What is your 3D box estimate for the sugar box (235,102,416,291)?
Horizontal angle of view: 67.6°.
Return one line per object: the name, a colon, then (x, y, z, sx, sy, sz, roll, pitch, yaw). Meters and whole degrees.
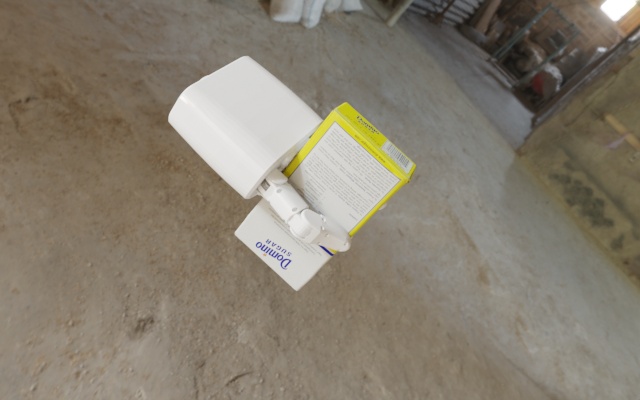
sugar box: (0.000, 0.001, 0.472, 0.176, 0.093, 0.048, -47, 0, 31)
